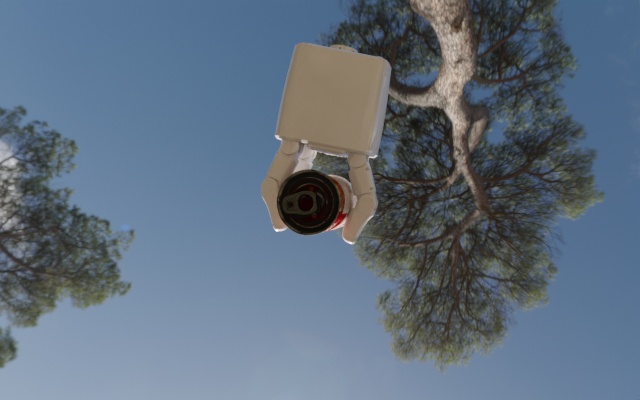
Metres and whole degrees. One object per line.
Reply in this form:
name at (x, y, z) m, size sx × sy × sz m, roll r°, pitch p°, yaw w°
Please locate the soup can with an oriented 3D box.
soup can at (0.000, 0.002, 0.535) m, size 0.068 × 0.068 × 0.102 m, roll 0°, pitch 0°, yaw 15°
